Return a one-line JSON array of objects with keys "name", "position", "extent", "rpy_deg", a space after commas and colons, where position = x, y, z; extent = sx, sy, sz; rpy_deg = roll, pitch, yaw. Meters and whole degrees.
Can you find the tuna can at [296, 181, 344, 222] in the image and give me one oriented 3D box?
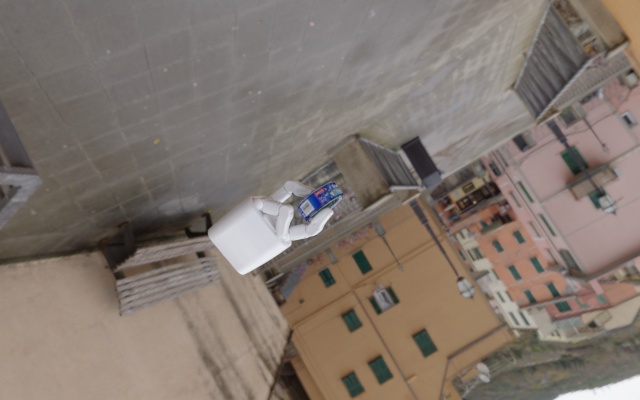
[{"name": "tuna can", "position": [0.001, 0.003, 0.869], "extent": [0.086, 0.033, 0.086], "rpy_deg": [-34, -10, -7]}]
